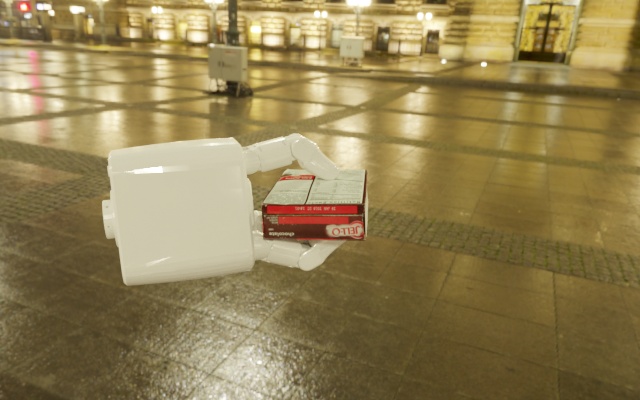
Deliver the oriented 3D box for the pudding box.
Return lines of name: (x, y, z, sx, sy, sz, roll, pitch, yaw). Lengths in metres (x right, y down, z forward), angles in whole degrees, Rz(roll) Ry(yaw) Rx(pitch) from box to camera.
pudding box: (0.000, 0.001, 0.452, 0.090, 0.039, 0.113, 1, 21, 7)
